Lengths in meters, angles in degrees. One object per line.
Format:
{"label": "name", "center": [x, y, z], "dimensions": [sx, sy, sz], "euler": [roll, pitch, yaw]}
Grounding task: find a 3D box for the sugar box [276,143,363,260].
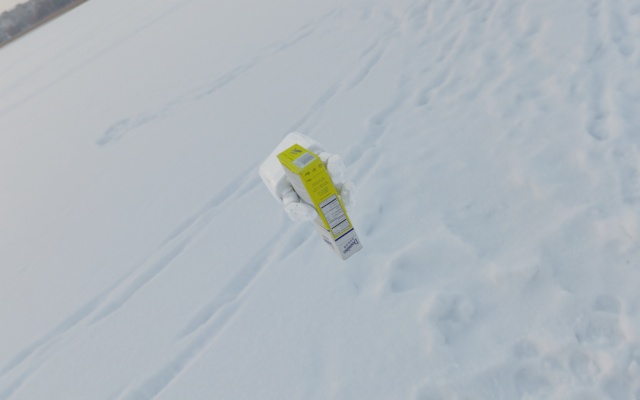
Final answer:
{"label": "sugar box", "center": [0.000, 0.002, 0.748], "dimensions": [0.048, 0.176, 0.093], "euler": [-35, 31, -10]}
